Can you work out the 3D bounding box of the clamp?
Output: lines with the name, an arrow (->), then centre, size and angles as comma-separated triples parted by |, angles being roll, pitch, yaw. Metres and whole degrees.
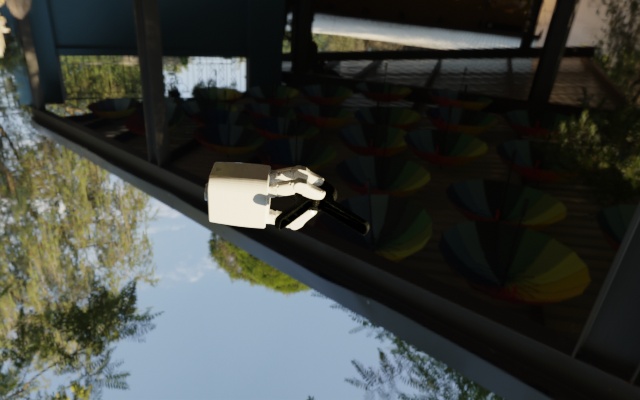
clamp -> 0.000, 0.003, 0.888 | 0.164, 0.036, 0.210 | 8, 27, -7
